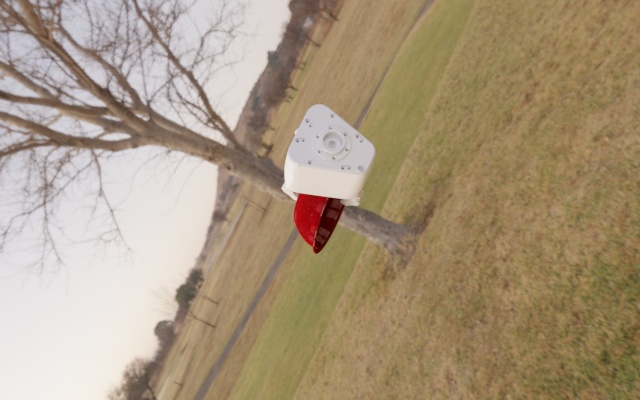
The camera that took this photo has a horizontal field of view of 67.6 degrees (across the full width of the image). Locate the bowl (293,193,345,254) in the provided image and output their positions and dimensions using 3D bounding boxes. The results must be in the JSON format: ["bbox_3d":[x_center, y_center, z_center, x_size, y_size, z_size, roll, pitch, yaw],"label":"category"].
[{"bbox_3d":[0.000,0.003,0.780,0.055,0.162,0.162,21,5,13],"label":"bowl"}]
